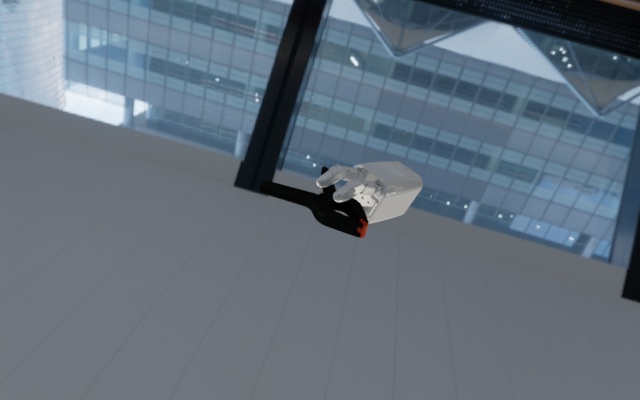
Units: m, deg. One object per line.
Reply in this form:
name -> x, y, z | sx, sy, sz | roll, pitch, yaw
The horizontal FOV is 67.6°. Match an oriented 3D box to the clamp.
clamp -> 0.000, 0.004, 0.861 | 0.164, 0.036, 0.210 | -12, 38, -33
